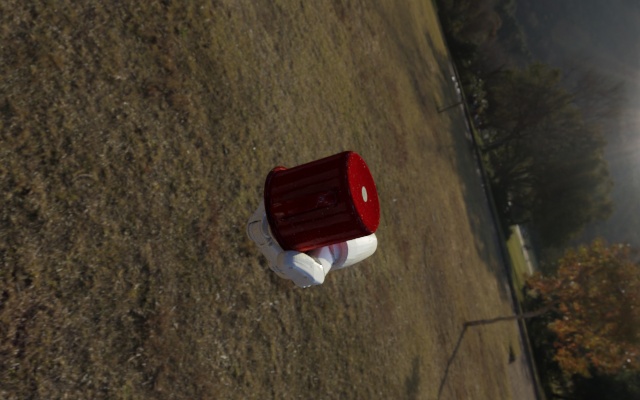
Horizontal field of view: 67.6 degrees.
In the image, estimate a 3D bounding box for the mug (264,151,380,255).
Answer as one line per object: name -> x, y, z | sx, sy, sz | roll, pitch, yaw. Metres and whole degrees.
mug -> 0.000, 0.001, 0.442 | 0.081, 0.093, 0.117 | -15, -6, 25
